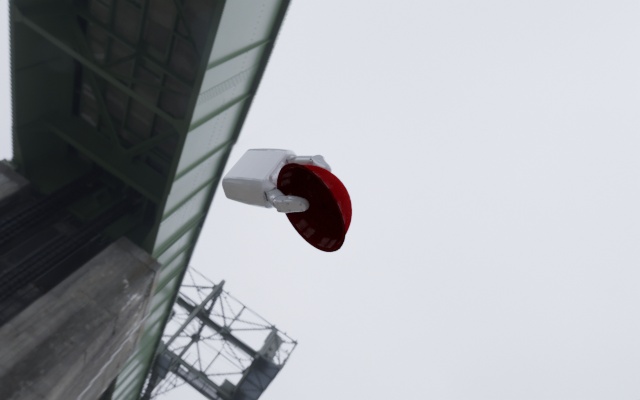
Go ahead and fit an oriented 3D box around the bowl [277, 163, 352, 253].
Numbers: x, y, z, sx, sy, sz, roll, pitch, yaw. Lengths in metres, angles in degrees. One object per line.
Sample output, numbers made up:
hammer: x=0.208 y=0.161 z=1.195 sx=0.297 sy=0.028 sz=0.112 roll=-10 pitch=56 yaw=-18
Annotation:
bowl: x=0.001 y=0.003 z=0.781 sx=0.055 sy=0.162 sz=0.162 roll=-31 pitch=18 yaw=-32
